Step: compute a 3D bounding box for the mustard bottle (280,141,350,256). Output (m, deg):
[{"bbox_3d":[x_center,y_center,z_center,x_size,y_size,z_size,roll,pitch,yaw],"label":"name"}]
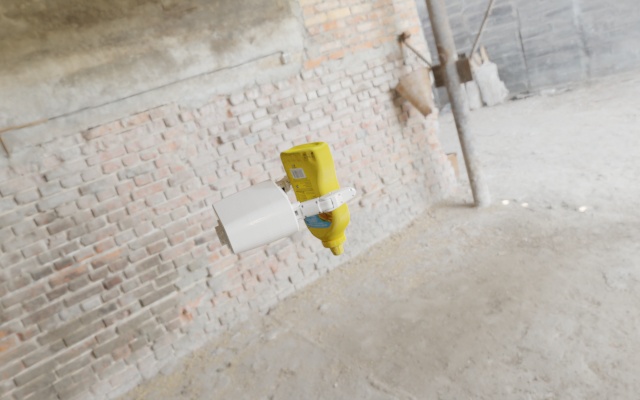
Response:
[{"bbox_3d":[0.000,0.002,0.780,0.058,0.192,0.096,-30,19,-37],"label":"mustard bottle"}]
